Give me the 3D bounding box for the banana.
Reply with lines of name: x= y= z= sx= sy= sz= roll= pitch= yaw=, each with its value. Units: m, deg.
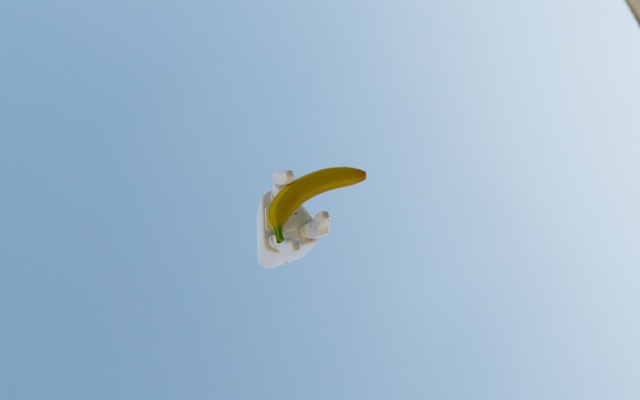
banana: x=-0.015 y=-0.009 z=0.741 sx=0.197 sy=0.069 sz=0.037 roll=-37 pitch=-12 yaw=-28
